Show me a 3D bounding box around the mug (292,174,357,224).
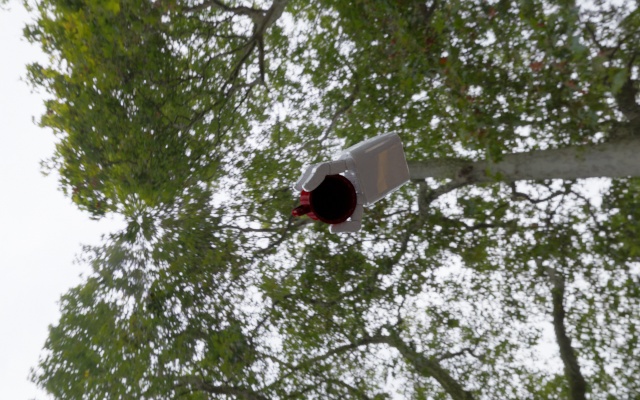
[{"bbox_3d":[-0.001,0.004,0.893,0.117,0.093,0.081,-27,7,-18],"label":"mug"}]
